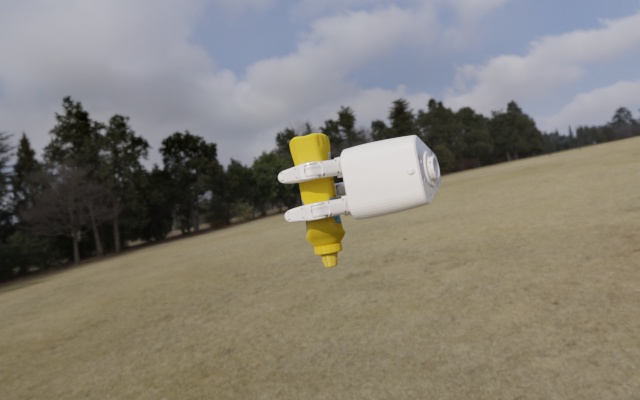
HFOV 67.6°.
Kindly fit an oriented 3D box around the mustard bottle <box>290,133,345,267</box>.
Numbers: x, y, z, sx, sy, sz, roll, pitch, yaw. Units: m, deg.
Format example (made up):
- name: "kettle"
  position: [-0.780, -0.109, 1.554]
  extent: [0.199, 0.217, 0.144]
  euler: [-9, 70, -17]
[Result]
- name: "mustard bottle"
  position: [0.000, 0.002, 0.703]
  extent: [0.058, 0.191, 0.096]
  euler: [-10, -1, 5]
